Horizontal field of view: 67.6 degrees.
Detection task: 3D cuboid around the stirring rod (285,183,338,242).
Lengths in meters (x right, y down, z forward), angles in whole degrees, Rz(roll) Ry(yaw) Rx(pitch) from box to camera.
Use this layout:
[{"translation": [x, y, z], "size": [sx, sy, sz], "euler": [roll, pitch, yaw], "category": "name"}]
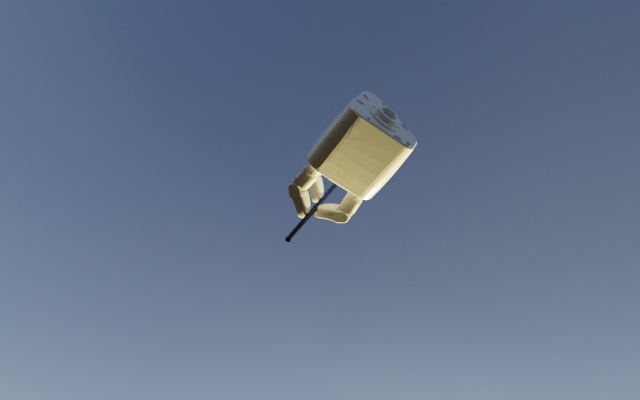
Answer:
[{"translation": [0.000, 0.002, 0.753], "size": [0.011, 0.011, 0.239], "euler": [0, 25, 24], "category": "stirring rod"}]
